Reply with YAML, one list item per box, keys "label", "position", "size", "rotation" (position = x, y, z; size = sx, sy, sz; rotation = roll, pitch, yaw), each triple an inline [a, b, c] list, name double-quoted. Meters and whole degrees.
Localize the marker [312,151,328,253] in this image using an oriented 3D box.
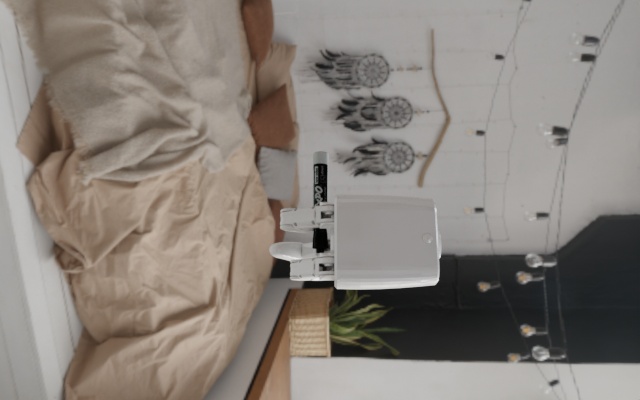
- label: "marker"
  position: [0.000, 0.002, 0.565]
  size: [0.020, 0.121, 0.020]
  rotation: [0, -12, 0]
